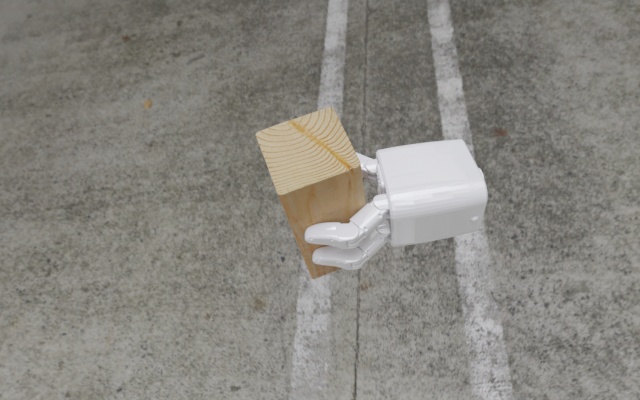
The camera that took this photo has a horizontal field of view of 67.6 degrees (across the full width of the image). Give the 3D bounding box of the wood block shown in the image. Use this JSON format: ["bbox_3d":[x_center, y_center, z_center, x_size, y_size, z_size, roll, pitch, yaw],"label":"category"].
[{"bbox_3d":[0.000,0.001,0.571,0.090,0.090,0.206,-20,-34,-3],"label":"wood block"}]
